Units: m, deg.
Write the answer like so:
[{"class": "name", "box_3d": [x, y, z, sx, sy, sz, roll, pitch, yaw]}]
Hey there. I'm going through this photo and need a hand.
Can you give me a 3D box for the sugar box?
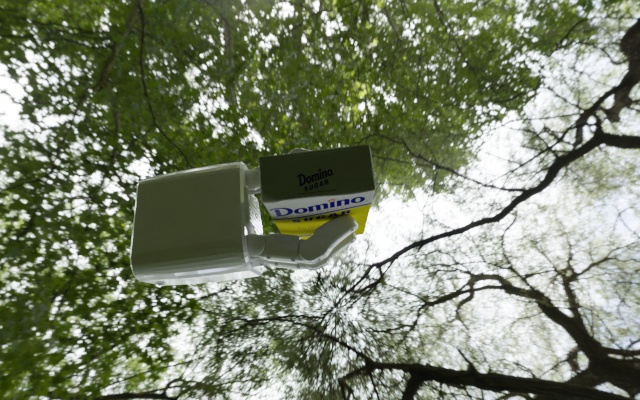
[{"class": "sugar box", "box_3d": [0.000, 0.002, 0.460, 0.093, 0.048, 0.176, -7, -13, 1]}]
